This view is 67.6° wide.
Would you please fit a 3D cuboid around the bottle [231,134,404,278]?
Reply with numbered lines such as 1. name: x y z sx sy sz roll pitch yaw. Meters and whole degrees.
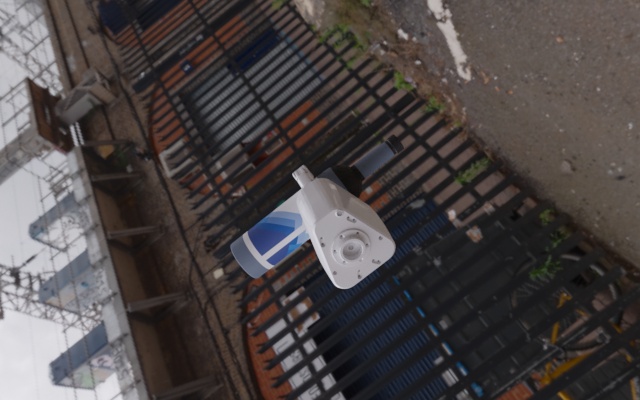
1. bottle: 0.000 0.002 0.718 0.296 0.069 0.069 -38 -3 4
